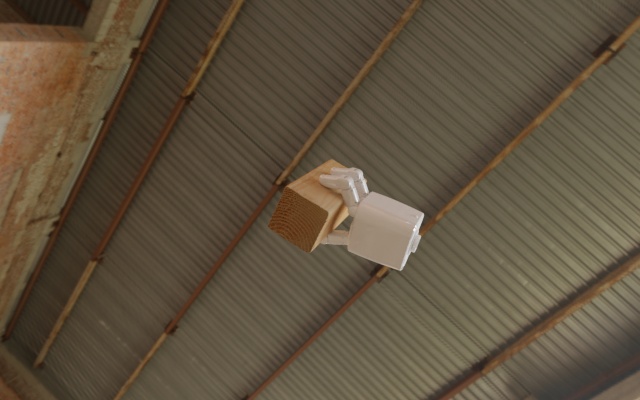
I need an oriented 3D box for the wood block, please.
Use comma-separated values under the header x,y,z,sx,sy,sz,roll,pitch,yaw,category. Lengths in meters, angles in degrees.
x,y,z,sx,sy,sz,roll,pitch,yaw,category
0.000,0.003,0.887,0.090,0.091,0.206,31,26,11,wood block
